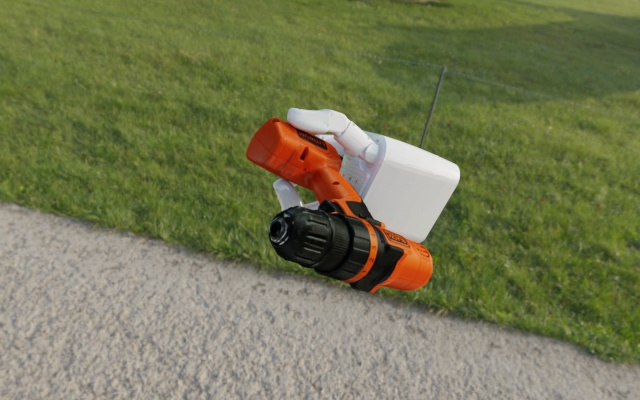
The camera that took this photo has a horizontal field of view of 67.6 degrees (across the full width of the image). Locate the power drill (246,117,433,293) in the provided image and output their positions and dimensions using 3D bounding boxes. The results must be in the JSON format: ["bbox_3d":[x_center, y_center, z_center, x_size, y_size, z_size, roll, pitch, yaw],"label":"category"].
[{"bbox_3d":[0.000,0.001,0.433,0.184,0.057,0.187,23,24,-45],"label":"power drill"}]
